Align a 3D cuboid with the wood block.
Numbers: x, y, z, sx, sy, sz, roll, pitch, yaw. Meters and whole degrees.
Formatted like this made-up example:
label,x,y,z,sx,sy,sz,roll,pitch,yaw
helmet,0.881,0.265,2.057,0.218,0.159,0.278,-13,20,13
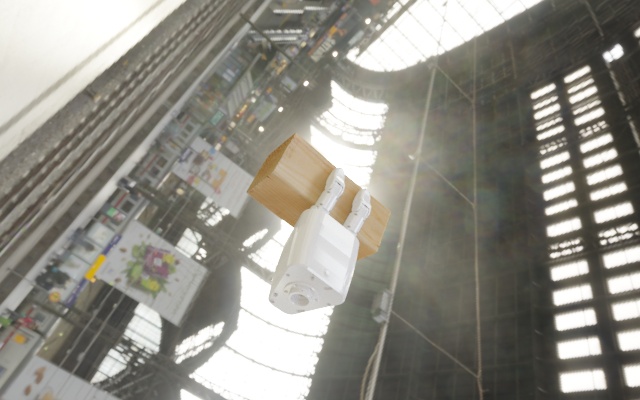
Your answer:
label,x,y,z,sx,sy,sz,roll,pitch,yaw
wood block,0.000,0.003,0.761,0.206,0.090,0.091,39,-39,-18
